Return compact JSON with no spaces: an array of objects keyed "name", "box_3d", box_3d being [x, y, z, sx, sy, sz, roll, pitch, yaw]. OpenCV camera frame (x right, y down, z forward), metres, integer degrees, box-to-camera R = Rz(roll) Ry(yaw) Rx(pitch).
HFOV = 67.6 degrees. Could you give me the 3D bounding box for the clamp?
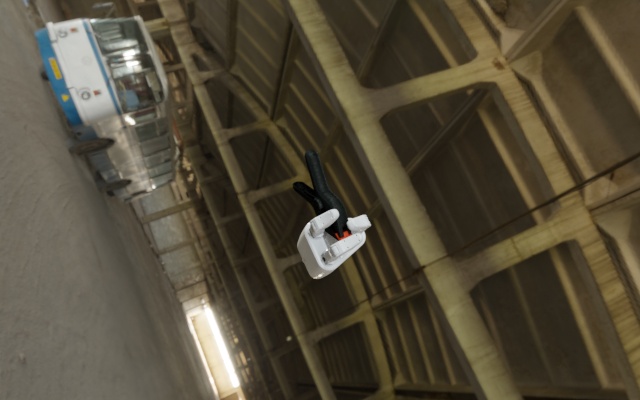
[{"name":"clamp","box_3d":[0.001,0.003,0.880,0.039,0.171,0.120,-20,-14,-21]}]
